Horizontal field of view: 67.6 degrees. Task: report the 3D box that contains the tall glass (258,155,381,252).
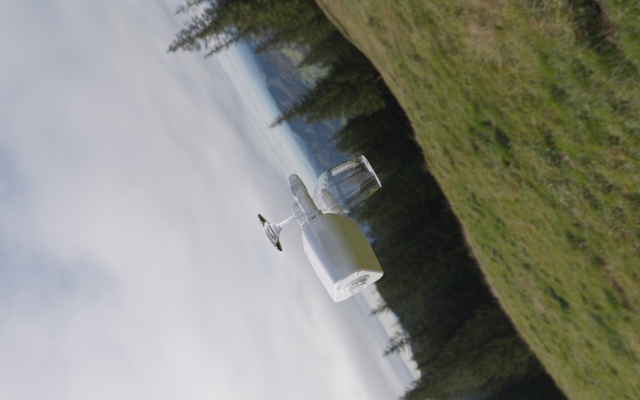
[{"bbox_3d":[-0.001,0.003,0.793,0.201,0.079,0.079,-32,-2,3],"label":"tall glass"}]
